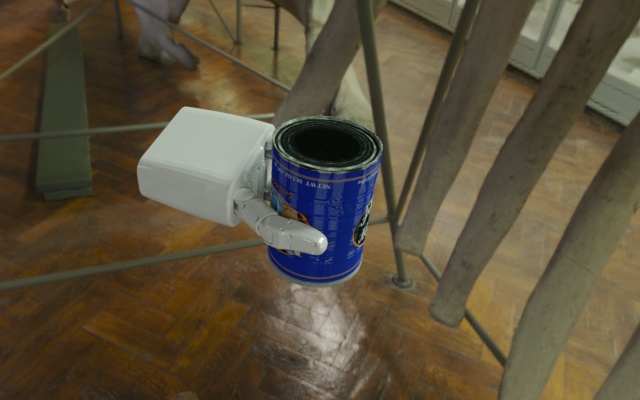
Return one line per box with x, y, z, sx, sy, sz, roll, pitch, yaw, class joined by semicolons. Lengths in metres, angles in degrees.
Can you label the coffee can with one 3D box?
0.000;0.002;0.477;0.103;0.140;0.102;4;36;-3;coffee can
